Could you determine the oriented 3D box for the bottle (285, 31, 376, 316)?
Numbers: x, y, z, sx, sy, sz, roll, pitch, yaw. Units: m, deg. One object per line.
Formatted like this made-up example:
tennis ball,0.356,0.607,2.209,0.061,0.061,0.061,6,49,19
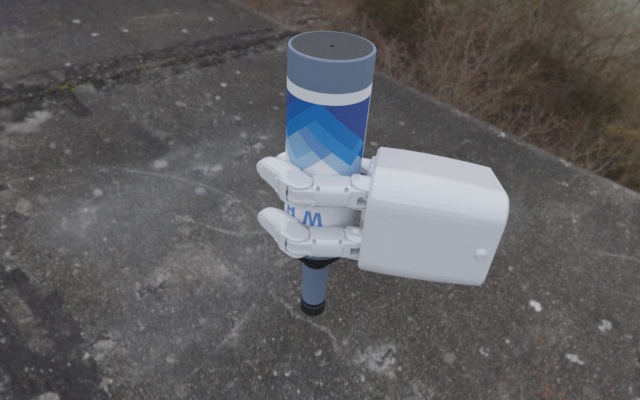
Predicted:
bottle,0.000,0.001,0.444,0.069,0.296,0.069,3,37,-2
